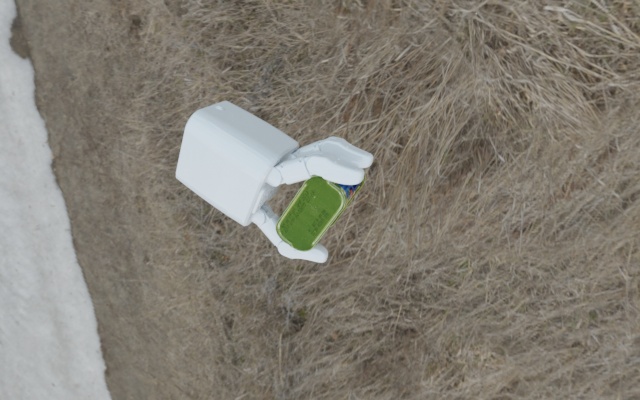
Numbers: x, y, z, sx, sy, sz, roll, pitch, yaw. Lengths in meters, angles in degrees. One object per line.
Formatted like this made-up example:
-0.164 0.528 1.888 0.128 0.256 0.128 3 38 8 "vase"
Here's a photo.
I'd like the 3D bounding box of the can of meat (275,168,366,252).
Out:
0.000 0.002 0.556 0.057 0.102 0.084 37 27 2 "can of meat"
